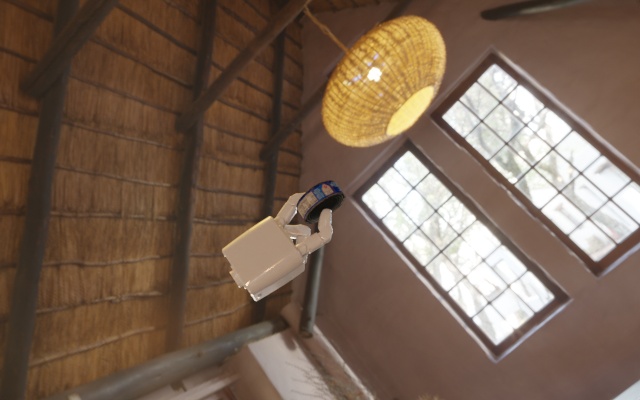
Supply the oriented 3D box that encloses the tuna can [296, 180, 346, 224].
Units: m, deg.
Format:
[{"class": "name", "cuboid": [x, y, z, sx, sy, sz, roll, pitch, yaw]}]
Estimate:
[{"class": "tuna can", "cuboid": [0.000, 0.002, 0.851, 0.086, 0.033, 0.086, -31, -20, -13]}]
